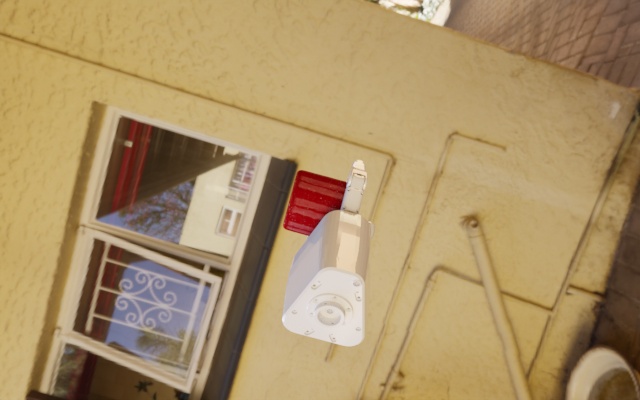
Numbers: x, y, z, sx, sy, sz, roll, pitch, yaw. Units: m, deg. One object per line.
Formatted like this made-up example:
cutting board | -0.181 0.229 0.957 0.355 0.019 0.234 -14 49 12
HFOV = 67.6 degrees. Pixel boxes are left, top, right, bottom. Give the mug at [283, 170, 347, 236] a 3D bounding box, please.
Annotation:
mug | 0.000 0.001 0.637 0.081 0.093 0.117 15 31 -3
